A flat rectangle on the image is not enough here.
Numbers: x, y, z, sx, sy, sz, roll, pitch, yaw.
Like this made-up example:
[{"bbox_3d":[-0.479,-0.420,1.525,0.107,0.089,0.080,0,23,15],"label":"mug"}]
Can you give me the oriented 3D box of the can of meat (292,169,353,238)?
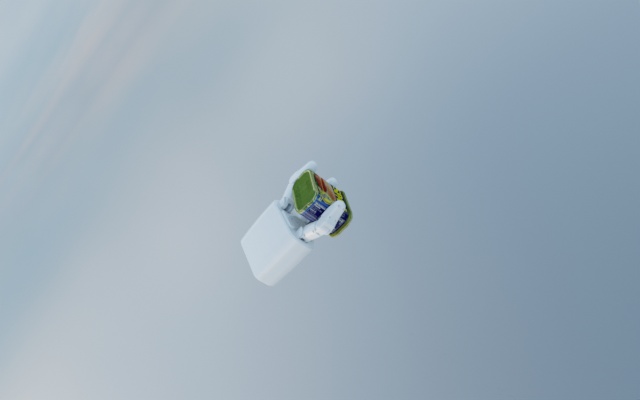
[{"bbox_3d":[0.000,0.003,0.821,0.084,0.057,0.102,34,21,-28],"label":"can of meat"}]
